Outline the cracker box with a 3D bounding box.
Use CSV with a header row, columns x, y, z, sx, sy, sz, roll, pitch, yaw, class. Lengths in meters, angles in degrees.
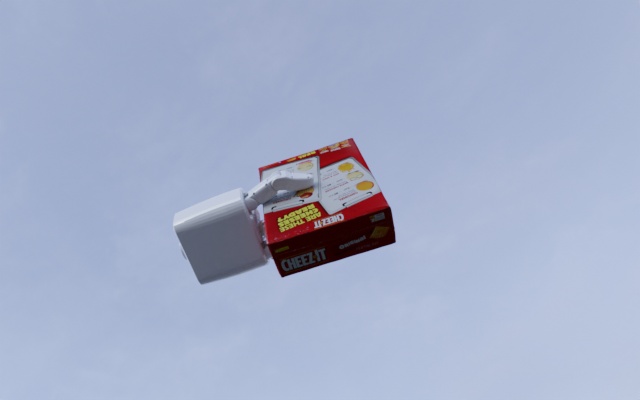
x,y,z,sx,sy,sz,roll,pitch,yaw,class
0.000,0.002,0.700,0.164,0.072,0.213,-18,33,0,cracker box
